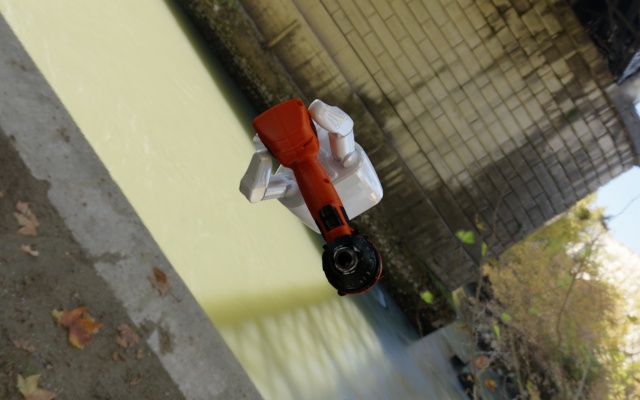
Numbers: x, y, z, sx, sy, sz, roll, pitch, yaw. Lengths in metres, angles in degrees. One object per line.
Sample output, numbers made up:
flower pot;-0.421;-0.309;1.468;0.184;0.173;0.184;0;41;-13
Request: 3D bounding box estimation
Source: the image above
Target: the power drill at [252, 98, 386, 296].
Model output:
power drill;0.000;0.001;0.454;0.057;0.187;0.184;-25;-13;0
